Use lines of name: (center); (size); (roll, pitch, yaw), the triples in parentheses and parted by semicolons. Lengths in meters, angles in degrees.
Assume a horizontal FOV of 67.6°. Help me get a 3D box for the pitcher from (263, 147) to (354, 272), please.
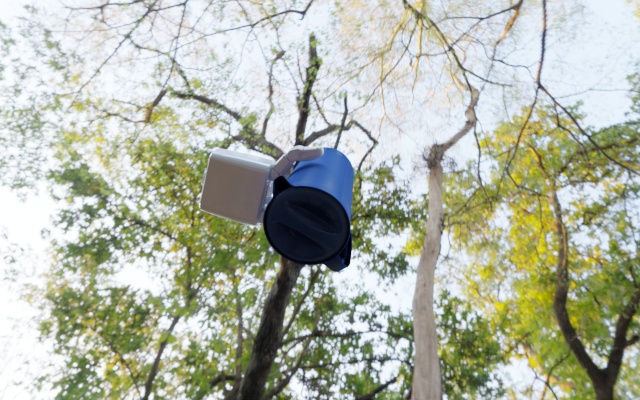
pitcher: (0.000, 0.003, 0.818); (0.145, 0.149, 0.242); (13, 25, 3)
